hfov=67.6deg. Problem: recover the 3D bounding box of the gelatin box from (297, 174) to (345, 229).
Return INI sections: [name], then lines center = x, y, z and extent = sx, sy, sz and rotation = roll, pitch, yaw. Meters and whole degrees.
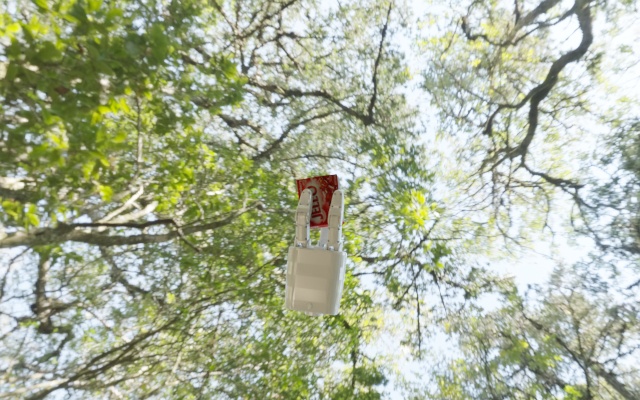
[gelatin box]
center = 0.000, 0.002, 0.832
extent = 0.073, 0.089, 0.030
rotation = -8, -12, 9
